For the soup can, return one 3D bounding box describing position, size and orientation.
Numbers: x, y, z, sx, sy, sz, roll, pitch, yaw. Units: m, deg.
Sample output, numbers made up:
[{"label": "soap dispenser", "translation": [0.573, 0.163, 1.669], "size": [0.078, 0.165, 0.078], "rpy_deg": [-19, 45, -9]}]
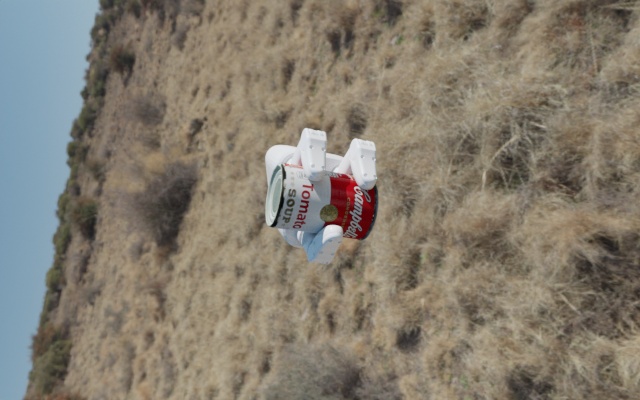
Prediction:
[{"label": "soup can", "translation": [0.000, 0.002, 0.496], "size": [0.102, 0.068, 0.068], "rpy_deg": [9, -3, -18]}]
